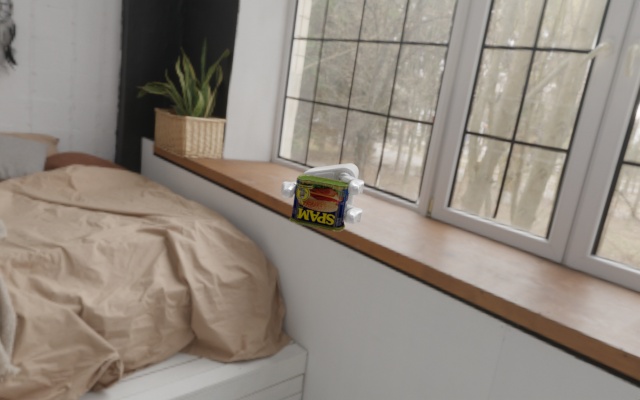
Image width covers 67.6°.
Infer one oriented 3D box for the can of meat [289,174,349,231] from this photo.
[{"bbox_3d":[0.000,0.003,0.875,0.102,0.084,0.057,11,13,11],"label":"can of meat"}]
